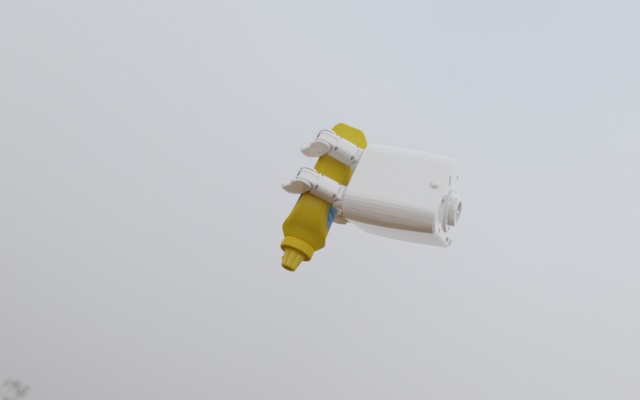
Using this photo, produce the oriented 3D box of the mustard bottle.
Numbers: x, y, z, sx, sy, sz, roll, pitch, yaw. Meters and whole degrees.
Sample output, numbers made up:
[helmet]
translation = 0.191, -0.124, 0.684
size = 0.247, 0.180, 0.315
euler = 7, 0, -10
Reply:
[mustard bottle]
translation = 0.000, 0.002, 0.601
size = 0.058, 0.191, 0.096
euler = 23, -24, 5
